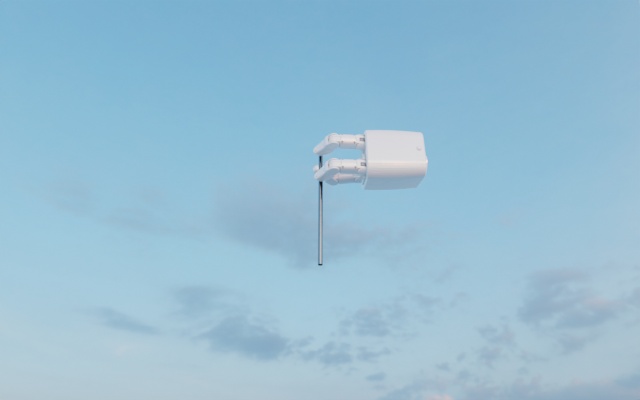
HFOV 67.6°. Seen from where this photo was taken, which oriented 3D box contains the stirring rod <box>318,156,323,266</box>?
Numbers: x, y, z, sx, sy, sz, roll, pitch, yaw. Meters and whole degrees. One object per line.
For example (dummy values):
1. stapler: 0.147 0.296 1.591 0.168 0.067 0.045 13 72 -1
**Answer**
1. stirring rod: 0.000 0.003 0.849 0.011 0.239 0.011 0 -31 0
